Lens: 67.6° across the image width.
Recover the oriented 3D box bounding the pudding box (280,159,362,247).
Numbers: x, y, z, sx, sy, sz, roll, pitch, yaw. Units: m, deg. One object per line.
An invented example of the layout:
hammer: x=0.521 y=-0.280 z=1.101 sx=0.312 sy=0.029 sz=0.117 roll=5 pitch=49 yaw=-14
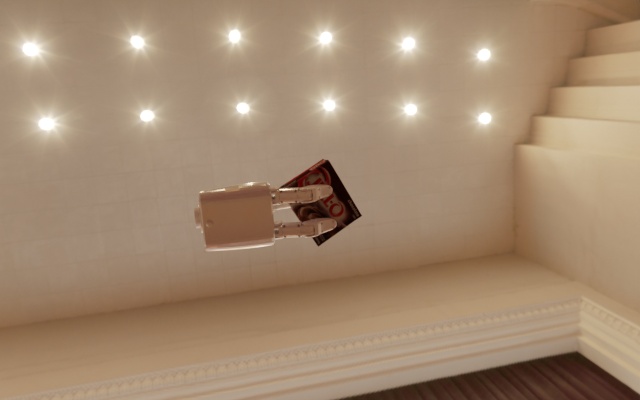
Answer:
pudding box: x=0.000 y=0.003 z=0.773 sx=0.090 sy=0.113 sz=0.039 roll=-34 pitch=19 yaw=-7
